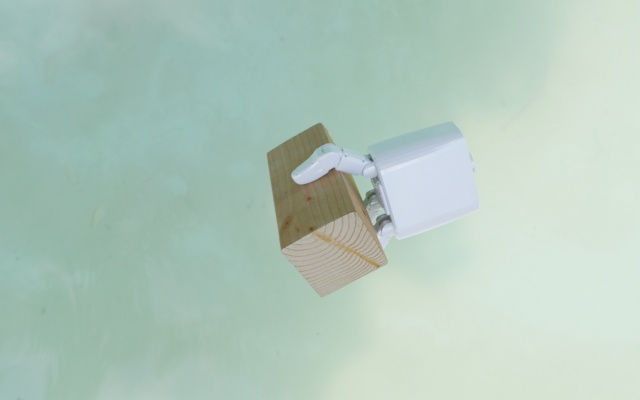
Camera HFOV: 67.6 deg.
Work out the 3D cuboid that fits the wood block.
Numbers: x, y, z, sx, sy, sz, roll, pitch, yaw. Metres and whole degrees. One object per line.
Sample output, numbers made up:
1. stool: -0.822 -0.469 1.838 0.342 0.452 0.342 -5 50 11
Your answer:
1. wood block: 0.000 0.002 0.589 0.090 0.091 0.206 -29 35 9
